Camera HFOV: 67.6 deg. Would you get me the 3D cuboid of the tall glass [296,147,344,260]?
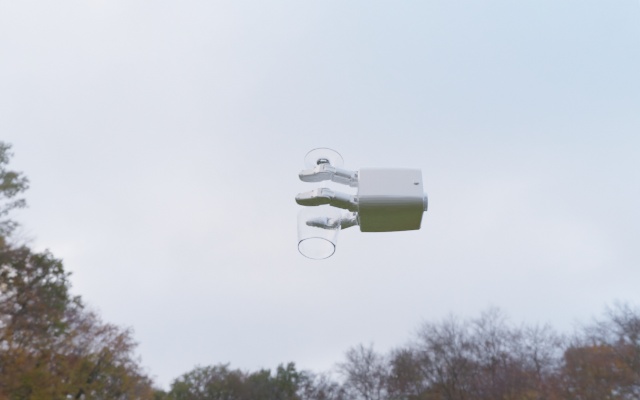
[{"bbox_3d":[0.000,0.002,0.832,0.079,0.200,0.079,3,-41,3],"label":"tall glass"}]
